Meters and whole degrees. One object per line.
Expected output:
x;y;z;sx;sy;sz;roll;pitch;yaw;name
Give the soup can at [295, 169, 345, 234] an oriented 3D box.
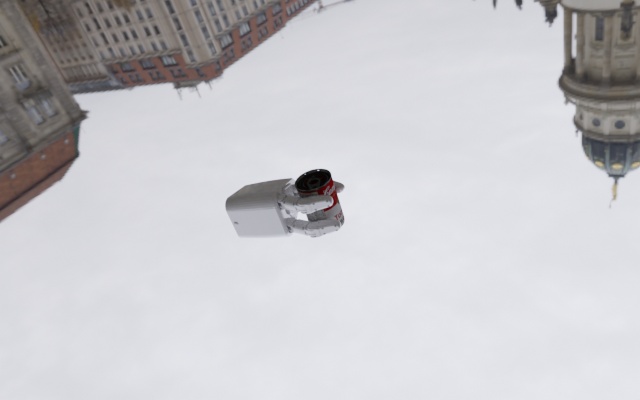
0.001;0.003;0.866;0.068;0.102;0.068;-13;33;9;soup can
